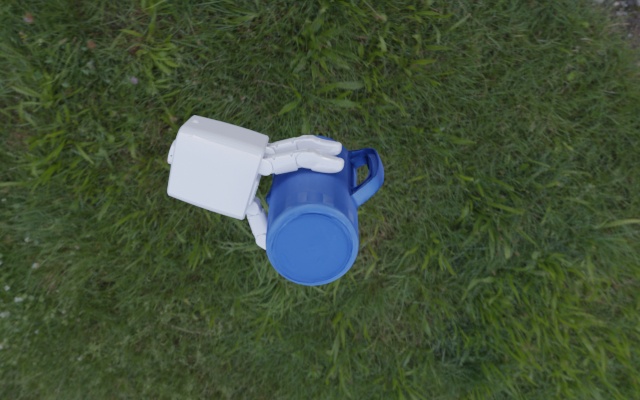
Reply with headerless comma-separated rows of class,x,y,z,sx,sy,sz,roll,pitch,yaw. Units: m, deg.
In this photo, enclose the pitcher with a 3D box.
pitcher,0.000,0.002,0.647,0.145,0.149,0.242,19,22,-8
